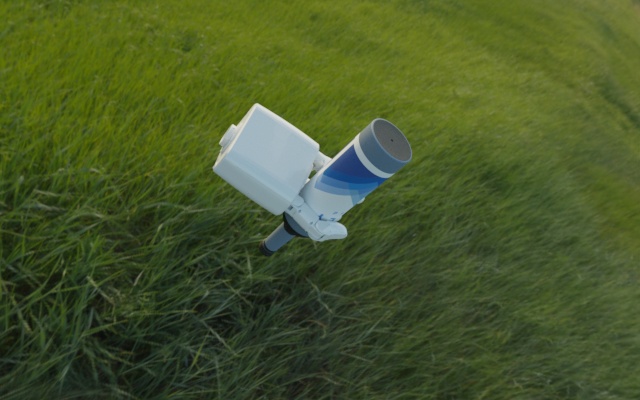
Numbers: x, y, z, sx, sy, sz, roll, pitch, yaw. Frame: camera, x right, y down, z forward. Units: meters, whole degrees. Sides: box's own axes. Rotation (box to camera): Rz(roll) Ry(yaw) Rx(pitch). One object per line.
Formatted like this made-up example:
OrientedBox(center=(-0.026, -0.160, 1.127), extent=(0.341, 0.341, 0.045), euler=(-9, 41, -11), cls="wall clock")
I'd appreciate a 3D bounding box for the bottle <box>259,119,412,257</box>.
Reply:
OrientedBox(center=(0.000, 0.002, 0.670), extent=(0.069, 0.069, 0.296), euler=(0, -31, -44), cls="bottle")
